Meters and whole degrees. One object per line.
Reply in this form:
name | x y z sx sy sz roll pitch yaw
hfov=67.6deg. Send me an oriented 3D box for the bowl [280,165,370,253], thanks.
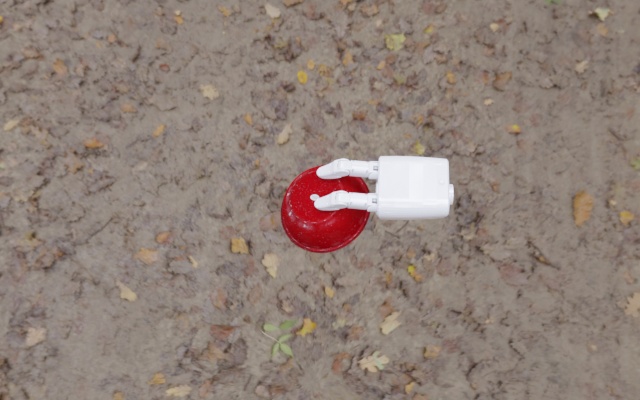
bowl | -0.001 0.003 0.793 0.162 0.162 0.055 0 -21 18
